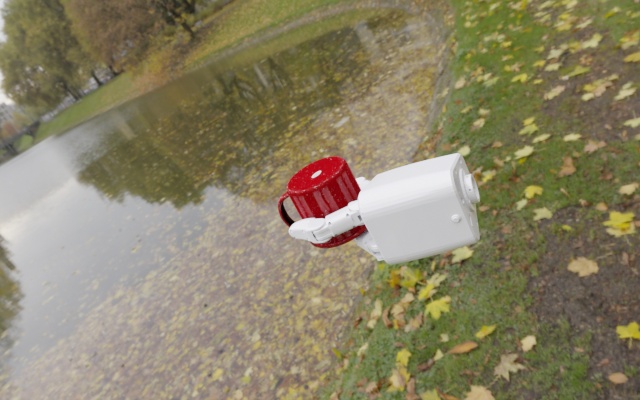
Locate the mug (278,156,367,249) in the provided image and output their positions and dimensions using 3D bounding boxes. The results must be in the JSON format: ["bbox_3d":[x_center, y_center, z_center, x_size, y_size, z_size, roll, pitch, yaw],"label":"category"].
[{"bbox_3d":[-0.001,0.002,0.598,0.117,0.081,0.093,-16,27,25],"label":"mug"}]
